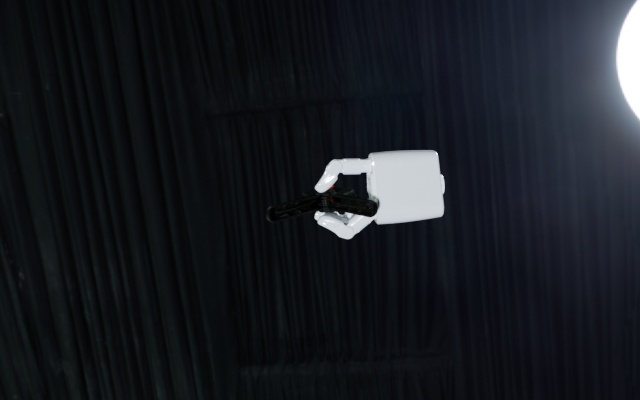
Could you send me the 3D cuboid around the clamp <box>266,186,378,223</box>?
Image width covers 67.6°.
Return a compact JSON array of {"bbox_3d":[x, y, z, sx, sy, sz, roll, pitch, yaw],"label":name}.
[{"bbox_3d":[0.000,0.002,0.783,0.164,0.036,0.210,-3,9,0],"label":"clamp"}]
